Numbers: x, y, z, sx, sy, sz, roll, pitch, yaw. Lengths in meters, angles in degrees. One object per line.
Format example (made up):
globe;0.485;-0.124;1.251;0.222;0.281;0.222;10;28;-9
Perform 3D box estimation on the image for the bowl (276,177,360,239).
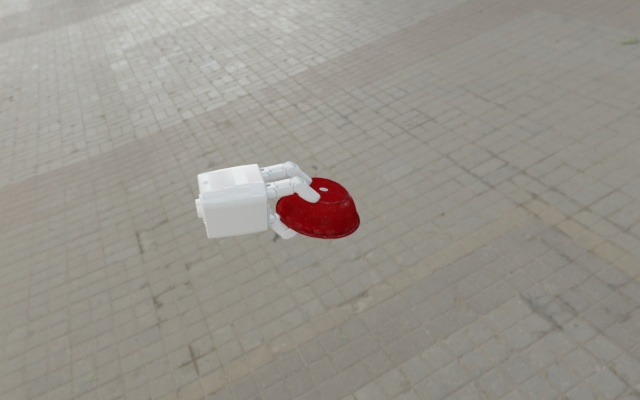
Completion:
bowl;0.001;0.002;0.883;0.162;0.055;0.162;9;30;-5
